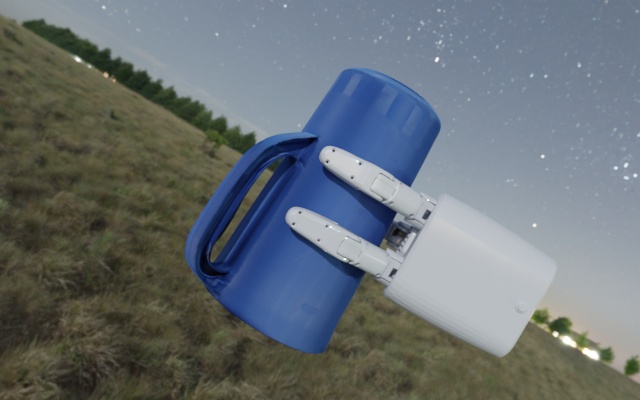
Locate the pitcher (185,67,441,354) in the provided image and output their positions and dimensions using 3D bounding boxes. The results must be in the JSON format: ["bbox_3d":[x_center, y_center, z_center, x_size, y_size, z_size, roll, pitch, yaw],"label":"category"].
[{"bbox_3d":[0.000,0.002,0.438,0.145,0.243,0.149,31,0,6],"label":"pitcher"}]
